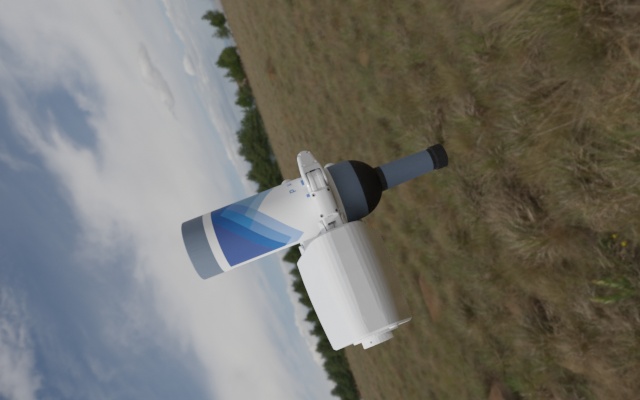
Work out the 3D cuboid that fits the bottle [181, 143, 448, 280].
[{"bbox_3d":[0.000,0.002,0.525,0.295,0.069,0.069,-21,1,-4],"label":"bottle"}]
